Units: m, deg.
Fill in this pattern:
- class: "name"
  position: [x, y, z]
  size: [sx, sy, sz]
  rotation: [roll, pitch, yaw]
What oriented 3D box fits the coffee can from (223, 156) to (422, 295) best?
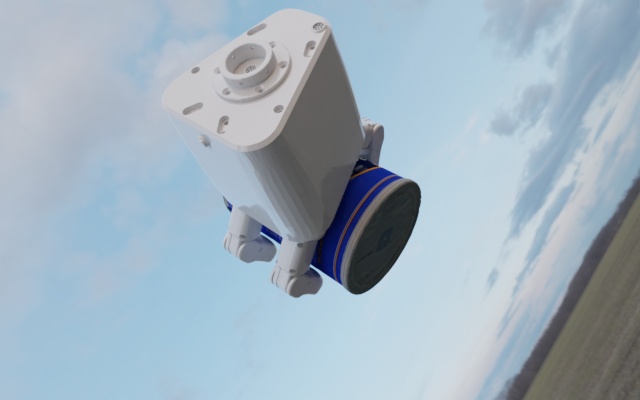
- class: "coffee can"
  position: [0.000, 0.001, 0.414]
  size: [0.140, 0.103, 0.103]
  rotation: [29, 15, 29]
